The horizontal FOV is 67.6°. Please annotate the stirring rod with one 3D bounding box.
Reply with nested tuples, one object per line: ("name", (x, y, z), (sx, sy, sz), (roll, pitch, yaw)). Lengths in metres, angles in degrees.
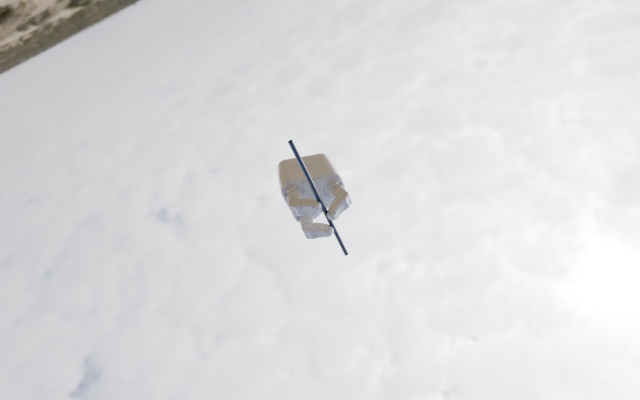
("stirring rod", (0.000, 0.002, 0.787), (0.011, 0.240, 0.011), (-19, 31, 12))
